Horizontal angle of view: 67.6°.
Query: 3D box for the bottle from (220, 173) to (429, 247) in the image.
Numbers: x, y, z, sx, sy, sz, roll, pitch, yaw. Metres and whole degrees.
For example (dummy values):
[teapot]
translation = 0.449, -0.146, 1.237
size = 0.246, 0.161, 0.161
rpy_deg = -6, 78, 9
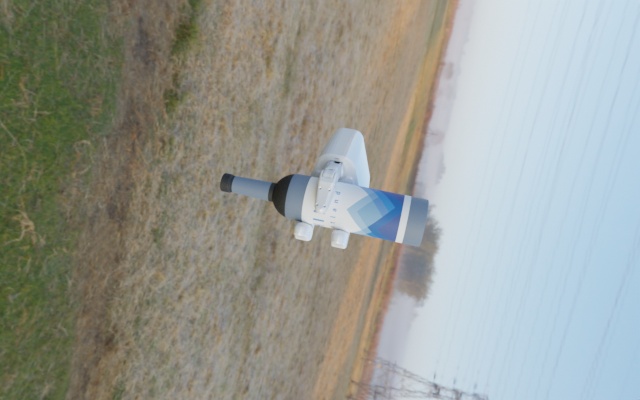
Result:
[bottle]
translation = 0.000, 0.002, 0.680
size = 0.295, 0.069, 0.069
rpy_deg = 12, 2, 8
